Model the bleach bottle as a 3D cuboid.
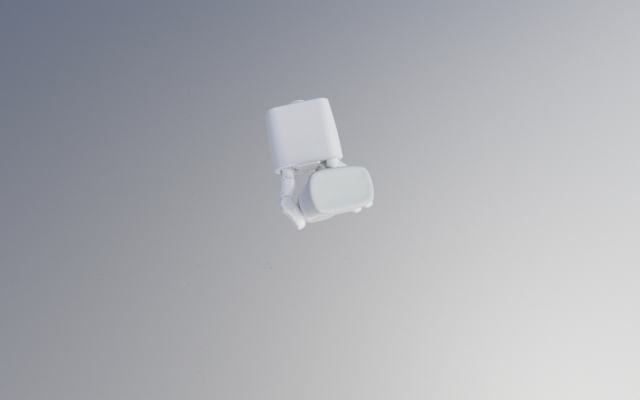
[{"bbox_3d":[0.000,0.003,0.811,0.102,0.068,0.251,-10,-7,-17],"label":"bleach bottle"}]
